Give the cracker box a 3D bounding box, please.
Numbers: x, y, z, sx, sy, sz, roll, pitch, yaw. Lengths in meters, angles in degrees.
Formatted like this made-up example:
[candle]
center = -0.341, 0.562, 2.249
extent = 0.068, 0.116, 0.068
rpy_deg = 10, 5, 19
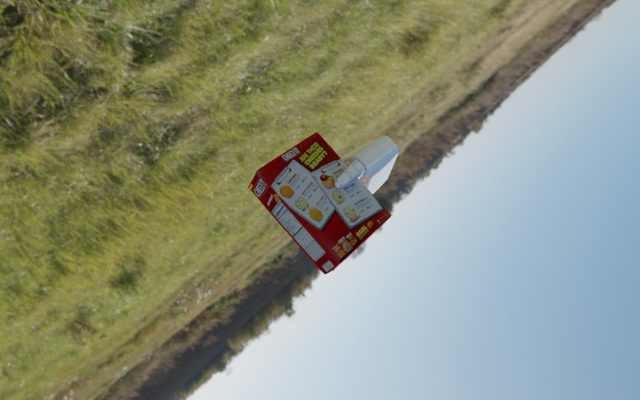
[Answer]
[cracker box]
center = 0.000, 0.003, 0.868
extent = 0.164, 0.213, 0.072
rpy_deg = -38, -6, -37
